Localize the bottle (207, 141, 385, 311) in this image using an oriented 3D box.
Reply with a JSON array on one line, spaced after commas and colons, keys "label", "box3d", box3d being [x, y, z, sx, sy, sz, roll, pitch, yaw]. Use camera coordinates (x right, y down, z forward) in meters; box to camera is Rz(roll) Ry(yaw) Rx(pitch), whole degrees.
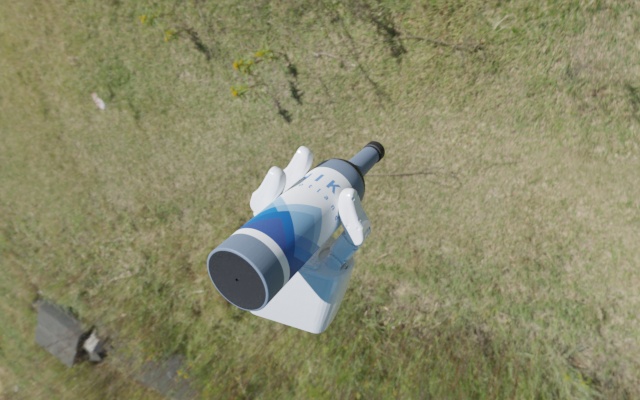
[{"label": "bottle", "box3d": [0.000, 0.002, 0.520, 0.069, 0.069, 0.295, 0, 27, 34]}]
